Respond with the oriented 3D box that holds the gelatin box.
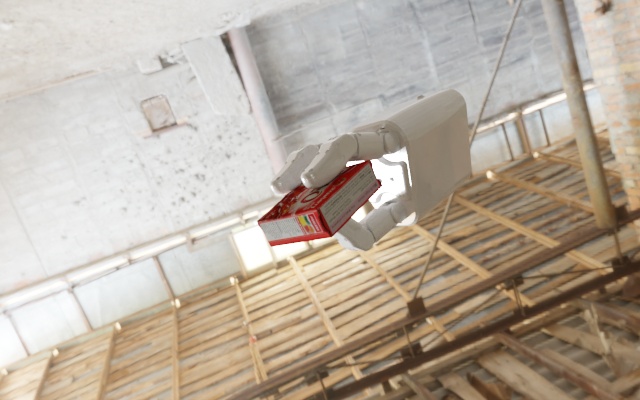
[{"bbox_3d":[0.000,0.002,0.411,0.073,0.030,0.089,-12,22,43],"label":"gelatin box"}]
